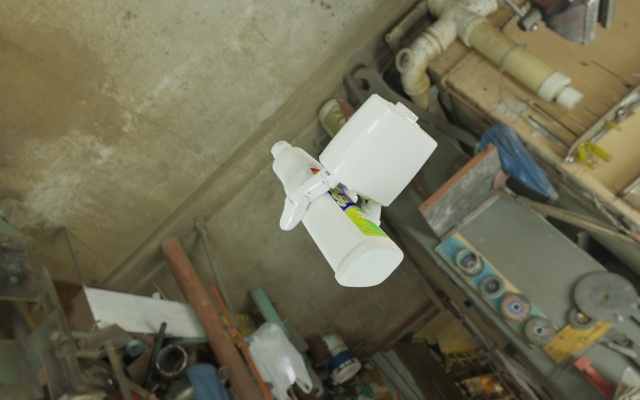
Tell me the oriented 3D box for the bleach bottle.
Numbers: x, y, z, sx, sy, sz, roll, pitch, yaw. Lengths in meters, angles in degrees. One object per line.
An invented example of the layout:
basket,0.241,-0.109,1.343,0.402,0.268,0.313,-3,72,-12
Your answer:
bleach bottle,0.000,0.002,0.644,0.102,0.068,0.250,15,30,-52
